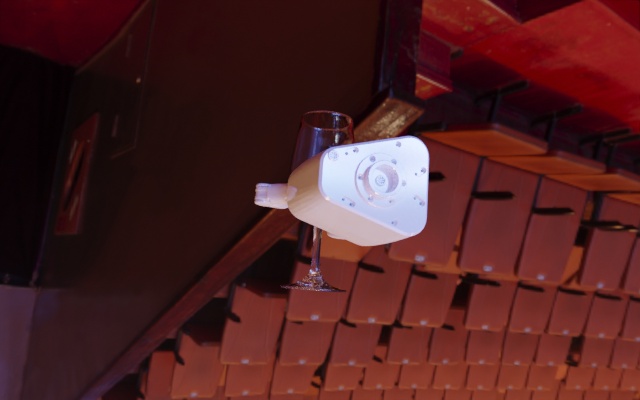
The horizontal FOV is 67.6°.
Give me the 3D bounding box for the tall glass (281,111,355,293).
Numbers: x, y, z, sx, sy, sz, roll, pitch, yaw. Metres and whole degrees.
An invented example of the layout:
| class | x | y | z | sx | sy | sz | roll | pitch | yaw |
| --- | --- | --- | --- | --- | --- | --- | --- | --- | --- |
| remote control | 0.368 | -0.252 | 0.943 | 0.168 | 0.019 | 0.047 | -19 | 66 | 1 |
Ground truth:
| class | x | y | z | sx | sy | sz | roll | pitch | yaw |
| --- | --- | --- | --- | --- | --- | --- | --- | --- | --- |
| tall glass | 0.000 | 0.002 | 0.550 | 0.079 | 0.201 | 0.079 | 4 | -9 | 1 |
